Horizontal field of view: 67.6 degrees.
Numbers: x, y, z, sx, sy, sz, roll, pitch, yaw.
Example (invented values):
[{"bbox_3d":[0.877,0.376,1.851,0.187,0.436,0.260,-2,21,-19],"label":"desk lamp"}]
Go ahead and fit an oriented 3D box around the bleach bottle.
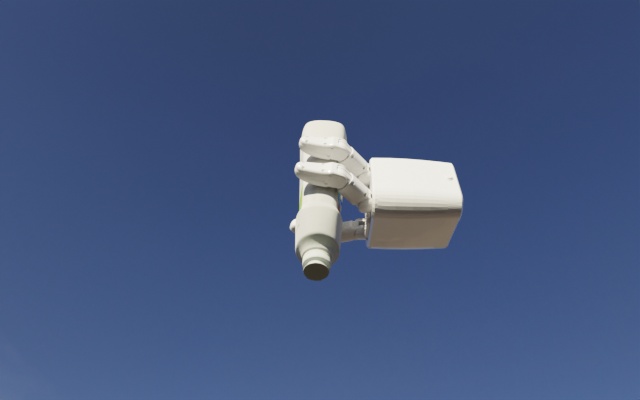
[{"bbox_3d":[0.000,0.002,0.604,0.068,0.103,0.250,2,40,1],"label":"bleach bottle"}]
